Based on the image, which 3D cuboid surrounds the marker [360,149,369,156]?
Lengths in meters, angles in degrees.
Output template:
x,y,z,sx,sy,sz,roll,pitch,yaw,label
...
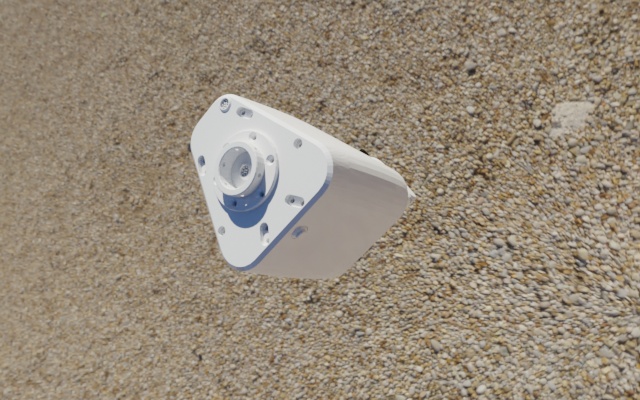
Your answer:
x,y,z,sx,sy,sz,roll,pitch,yaw,label
0.000,0.001,0.428,0.020,0.121,0.020,38,16,-13,marker
